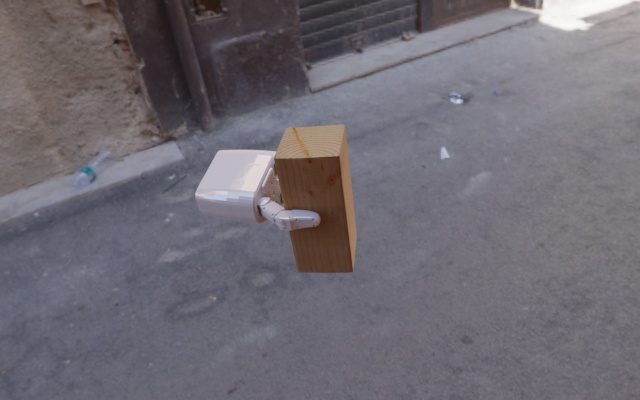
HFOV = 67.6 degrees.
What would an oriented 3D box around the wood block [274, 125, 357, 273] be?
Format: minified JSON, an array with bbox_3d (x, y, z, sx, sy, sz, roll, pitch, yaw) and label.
[{"bbox_3d":[0.000,0.002,0.712,0.090,0.206,0.090,-1,36,11],"label":"wood block"}]
